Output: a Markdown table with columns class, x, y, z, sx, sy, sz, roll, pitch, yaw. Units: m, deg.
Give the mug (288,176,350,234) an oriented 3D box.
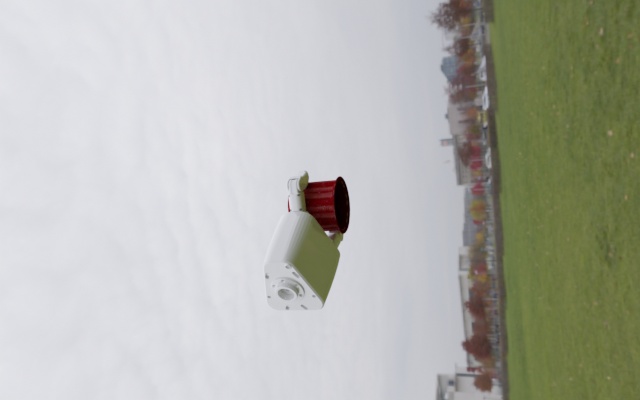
| class | x | y | z | sx | sy | sz | roll | pitch | yaw |
| --- | --- | --- | --- | --- | --- | --- | --- | --- | --- |
| mug | 0.000 | 0.002 | 0.788 | 0.081 | 0.093 | 0.117 | -4 | 35 | 18 |
